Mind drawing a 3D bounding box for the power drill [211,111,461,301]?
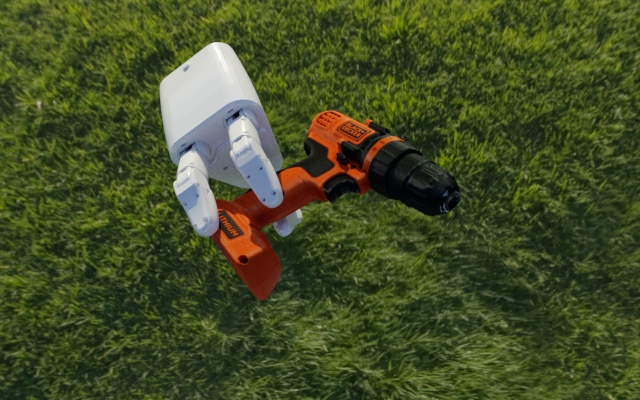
[{"bbox_3d":[0.000,0.001,0.420,0.187,0.057,0.184,-35,40,-17],"label":"power drill"}]
